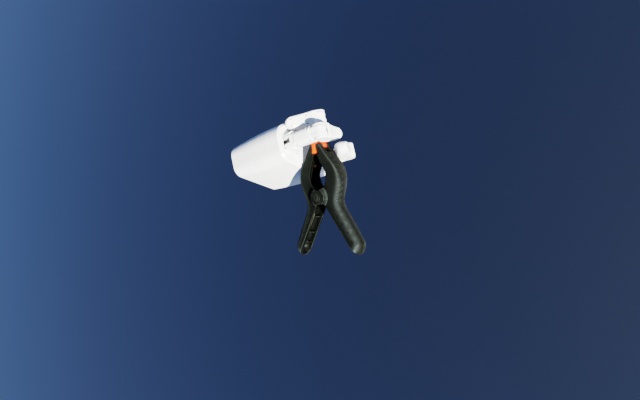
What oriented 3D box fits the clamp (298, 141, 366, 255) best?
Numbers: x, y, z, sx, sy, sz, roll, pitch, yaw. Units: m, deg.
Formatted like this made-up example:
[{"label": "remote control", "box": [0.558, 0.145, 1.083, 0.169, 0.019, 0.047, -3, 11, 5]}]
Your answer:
[{"label": "clamp", "box": [0.000, 0.002, 0.694, 0.120, 0.171, 0.039, -16, -9, 35]}]
